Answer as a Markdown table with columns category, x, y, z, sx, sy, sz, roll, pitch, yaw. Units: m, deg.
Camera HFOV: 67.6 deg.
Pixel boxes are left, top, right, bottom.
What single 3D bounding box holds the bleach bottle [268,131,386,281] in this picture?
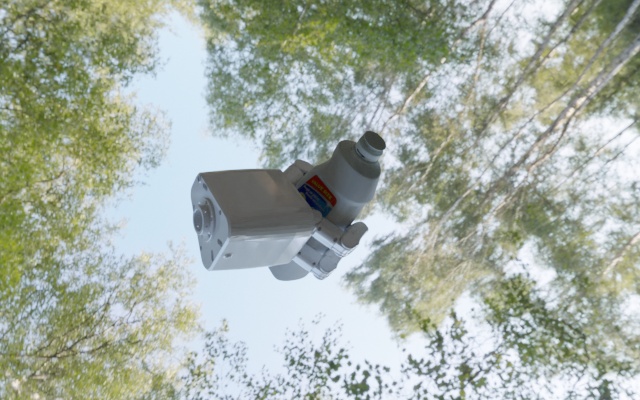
| category | x | y | z | sx | sy | sz | roll | pitch | yaw |
| --- | --- | --- | --- | --- | --- | --- | --- | --- | --- |
| bleach bottle | 0.000 | 0.002 | 0.608 | 0.068 | 0.102 | 0.251 | -3 | -35 | -36 |
